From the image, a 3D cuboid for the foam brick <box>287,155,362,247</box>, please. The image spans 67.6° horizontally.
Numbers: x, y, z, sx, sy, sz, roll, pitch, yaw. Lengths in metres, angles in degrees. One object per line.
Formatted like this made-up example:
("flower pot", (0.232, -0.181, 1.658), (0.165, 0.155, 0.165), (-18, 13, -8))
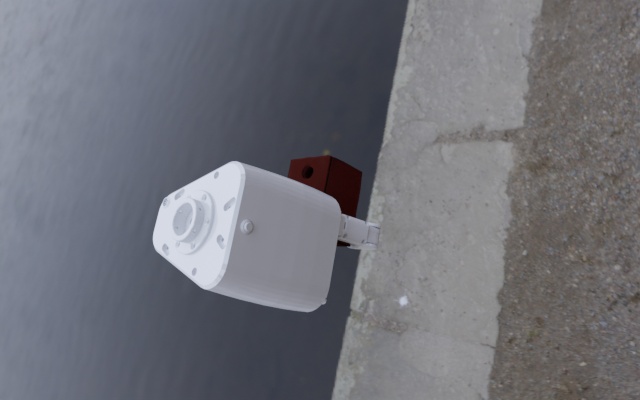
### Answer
("foam brick", (0.000, 0.001, 0.457), (0.053, 0.078, 0.051), (-2, -17, 42))
